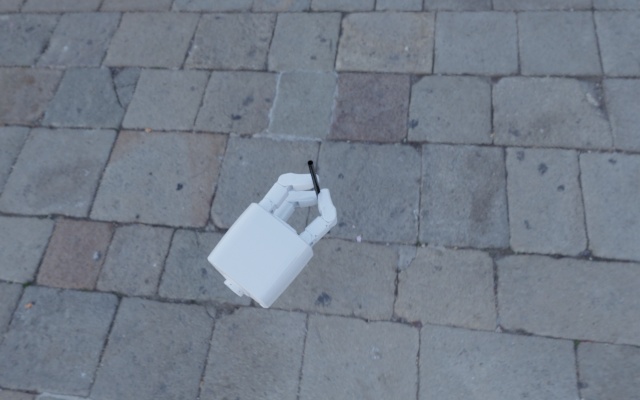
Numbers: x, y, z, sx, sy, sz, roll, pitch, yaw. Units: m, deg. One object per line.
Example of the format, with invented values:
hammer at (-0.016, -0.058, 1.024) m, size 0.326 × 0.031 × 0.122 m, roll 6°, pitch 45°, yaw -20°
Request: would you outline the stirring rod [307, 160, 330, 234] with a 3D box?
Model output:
stirring rod at (0.000, 0.003, 0.759) m, size 0.011 × 0.011 × 0.240 m, roll 0°, pitch -27°, yaw 7°
